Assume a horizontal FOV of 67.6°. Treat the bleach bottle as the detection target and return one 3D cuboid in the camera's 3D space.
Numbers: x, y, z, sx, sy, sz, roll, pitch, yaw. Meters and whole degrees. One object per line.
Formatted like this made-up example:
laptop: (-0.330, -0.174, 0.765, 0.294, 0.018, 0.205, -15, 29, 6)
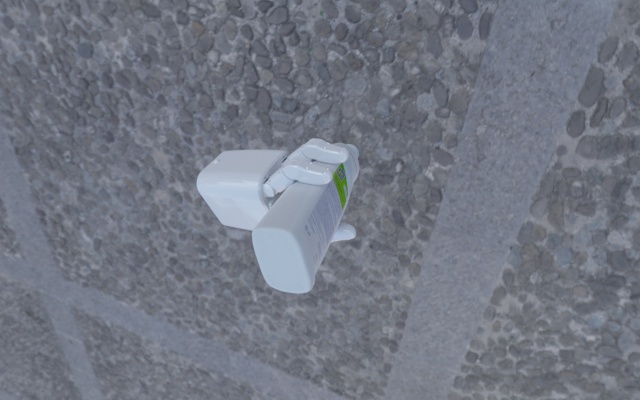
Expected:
bleach bottle: (0.000, 0.002, 0.643, 0.068, 0.103, 0.250, 3, 35, 25)
